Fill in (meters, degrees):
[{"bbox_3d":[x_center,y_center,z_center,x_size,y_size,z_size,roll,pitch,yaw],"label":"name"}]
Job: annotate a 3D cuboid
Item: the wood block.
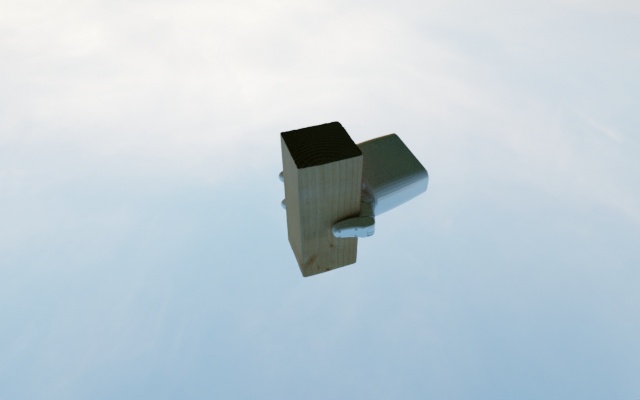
[{"bbox_3d":[0.001,0.002,0.692,0.090,0.206,0.090,-14,42,-14],"label":"wood block"}]
